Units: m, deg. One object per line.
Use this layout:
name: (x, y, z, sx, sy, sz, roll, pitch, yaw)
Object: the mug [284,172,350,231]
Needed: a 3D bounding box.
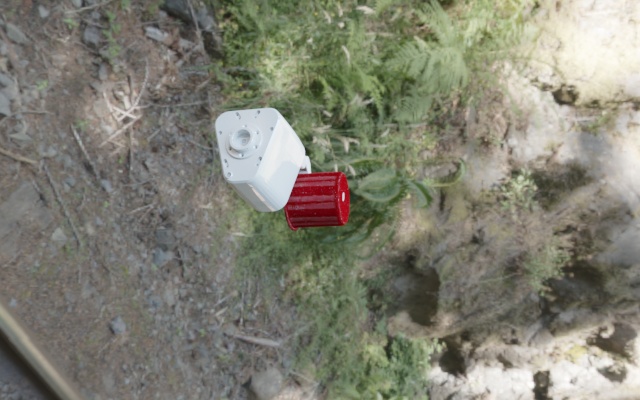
mug: (0.001, 0.003, 0.732, 0.081, 0.093, 0.117, -3, -18, 15)
